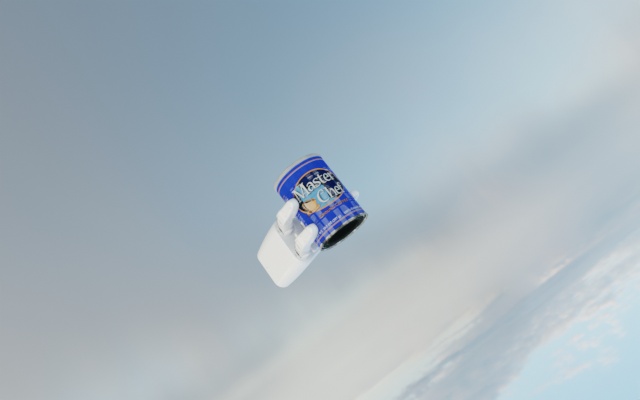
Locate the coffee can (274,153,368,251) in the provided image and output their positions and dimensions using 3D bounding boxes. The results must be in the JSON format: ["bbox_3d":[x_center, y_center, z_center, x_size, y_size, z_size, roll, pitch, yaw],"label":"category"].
[{"bbox_3d":[0.000,0.002,0.836,0.103,0.140,0.103,-34,-17,-12],"label":"coffee can"}]
